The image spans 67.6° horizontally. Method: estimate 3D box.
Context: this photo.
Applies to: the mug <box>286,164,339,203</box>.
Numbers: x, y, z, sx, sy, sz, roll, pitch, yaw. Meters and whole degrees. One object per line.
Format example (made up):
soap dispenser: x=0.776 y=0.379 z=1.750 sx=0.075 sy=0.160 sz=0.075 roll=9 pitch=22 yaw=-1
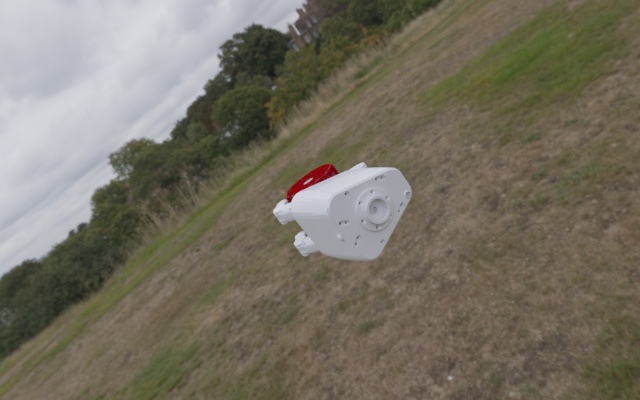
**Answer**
mug: x=-0.001 y=0.002 z=0.691 sx=0.093 sy=0.081 sz=0.117 roll=-42 pitch=16 yaw=-21
